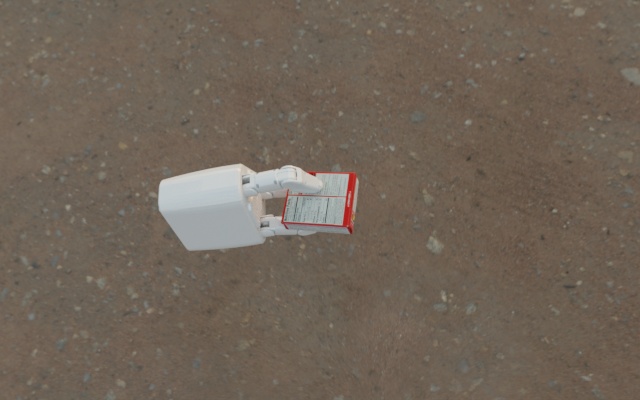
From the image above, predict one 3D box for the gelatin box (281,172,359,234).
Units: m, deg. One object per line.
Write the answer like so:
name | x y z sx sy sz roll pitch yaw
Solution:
gelatin box | 0.000 0.002 0.604 0.089 0.073 0.030 2 -23 16
